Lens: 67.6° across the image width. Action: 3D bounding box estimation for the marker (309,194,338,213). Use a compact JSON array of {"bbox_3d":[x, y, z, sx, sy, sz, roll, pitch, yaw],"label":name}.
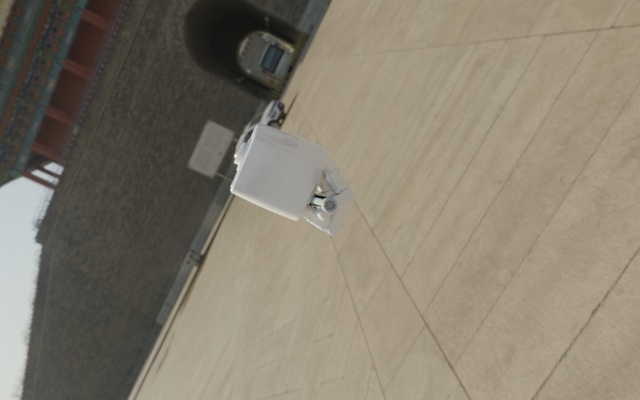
[{"bbox_3d":[0.000,0.002,0.650,0.020,0.020,0.121,0,4,-12],"label":"marker"}]
